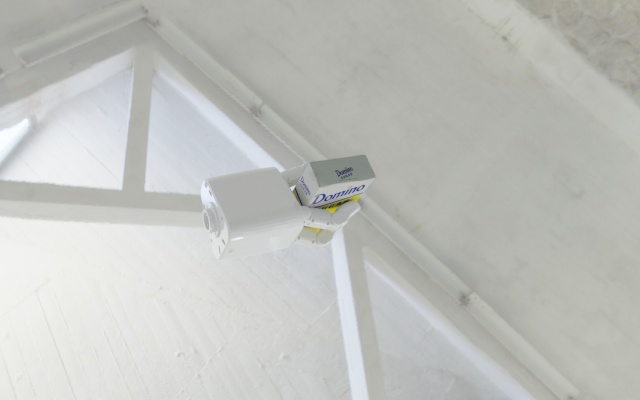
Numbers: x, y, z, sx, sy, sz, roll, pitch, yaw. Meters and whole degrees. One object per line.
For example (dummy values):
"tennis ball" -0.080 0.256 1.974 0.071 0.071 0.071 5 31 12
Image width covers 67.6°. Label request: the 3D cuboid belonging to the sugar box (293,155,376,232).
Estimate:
"sugar box" 0.000 0.003 0.705 0.093 0.048 0.176 -11 -22 -29
